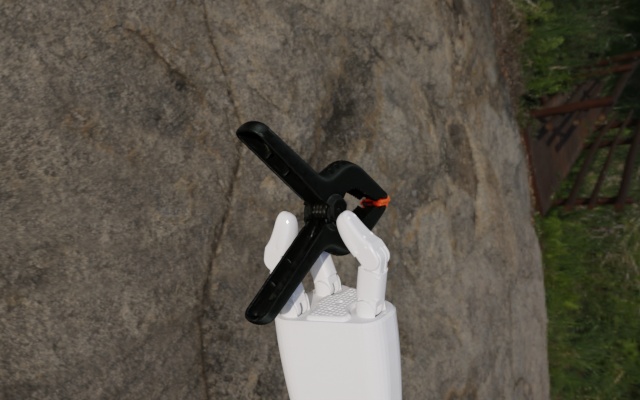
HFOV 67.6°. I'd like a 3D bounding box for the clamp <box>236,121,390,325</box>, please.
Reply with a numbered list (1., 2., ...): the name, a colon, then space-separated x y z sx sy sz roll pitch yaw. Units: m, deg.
1. clamp: 0.001 0.002 0.448 0.036 0.164 0.210 5 16 38
